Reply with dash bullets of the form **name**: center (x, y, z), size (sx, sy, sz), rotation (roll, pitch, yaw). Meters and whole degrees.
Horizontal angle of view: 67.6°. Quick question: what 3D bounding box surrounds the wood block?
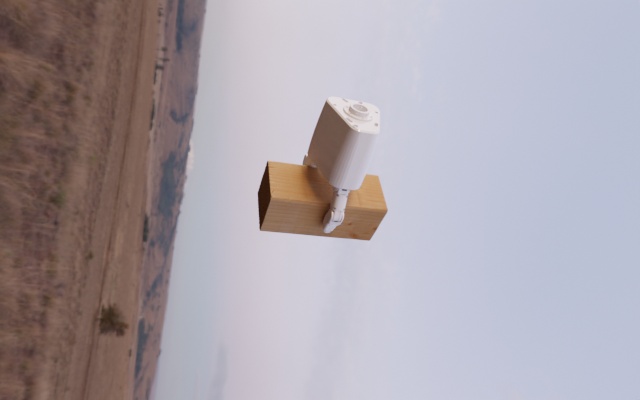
- **wood block**: center (0.000, 0.003, 0.841), size (0.206, 0.090, 0.090), rotation (7, -43, -18)
